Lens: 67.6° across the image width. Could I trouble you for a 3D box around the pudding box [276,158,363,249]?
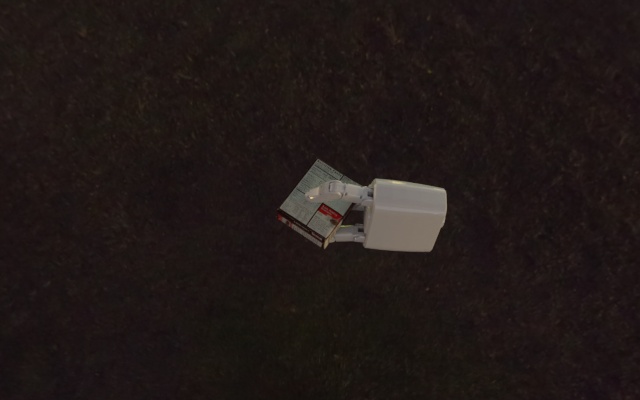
[{"bbox_3d":[0.000,0.002,0.727,0.090,0.113,0.039,32,-26,10],"label":"pudding box"}]
